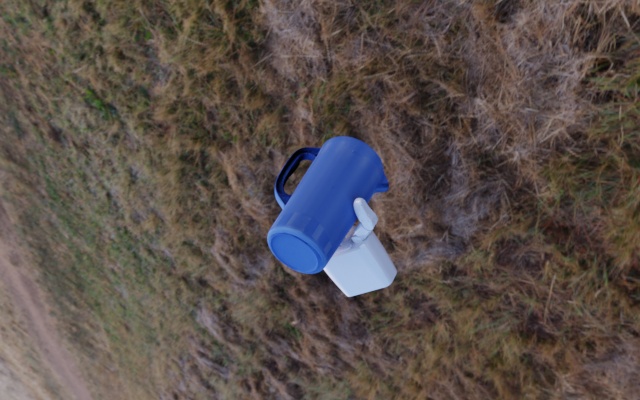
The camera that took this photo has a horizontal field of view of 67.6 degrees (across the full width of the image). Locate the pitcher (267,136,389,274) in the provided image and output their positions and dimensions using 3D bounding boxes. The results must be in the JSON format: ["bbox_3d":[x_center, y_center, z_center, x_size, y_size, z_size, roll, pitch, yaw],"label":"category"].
[{"bbox_3d":[0.000,0.003,0.840,0.149,0.145,0.242,-12,33,42],"label":"pitcher"}]
